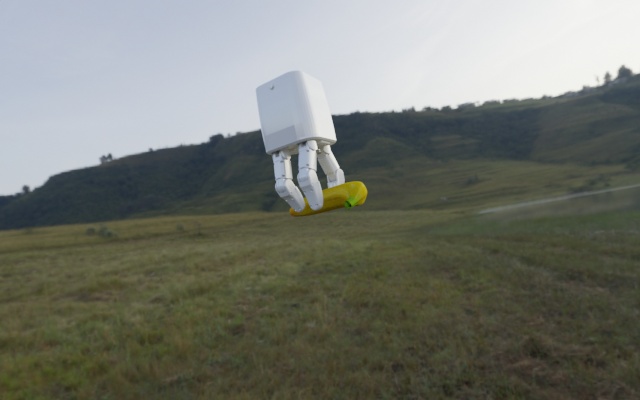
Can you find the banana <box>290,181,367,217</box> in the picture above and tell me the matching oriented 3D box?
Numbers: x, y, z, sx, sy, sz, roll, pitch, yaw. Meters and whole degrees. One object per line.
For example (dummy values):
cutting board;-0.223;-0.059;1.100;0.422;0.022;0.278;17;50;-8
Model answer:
banana;0.018;-0.002;0.736;0.069;0.037;0.198;-15;0;-27
